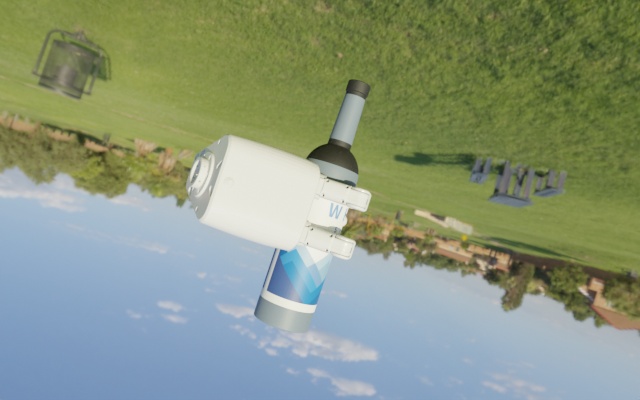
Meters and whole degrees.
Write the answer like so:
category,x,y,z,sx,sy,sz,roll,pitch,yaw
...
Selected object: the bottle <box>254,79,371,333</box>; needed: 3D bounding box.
category,x,y,z,sx,sy,sz,roll,pitch,yaw
bottle,0.000,0.002,0.559,0.069,0.295,0.069,18,-2,1
